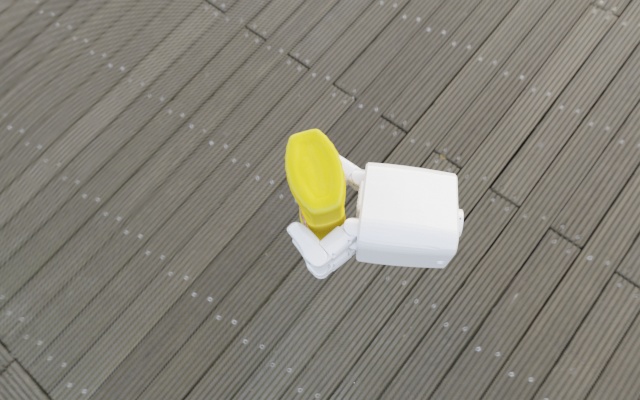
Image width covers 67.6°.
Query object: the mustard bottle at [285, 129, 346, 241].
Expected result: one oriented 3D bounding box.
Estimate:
[{"bbox_3d":[0.000,0.002,0.563,0.058,0.096,0.192,-17,-21,-3],"label":"mustard bottle"}]
